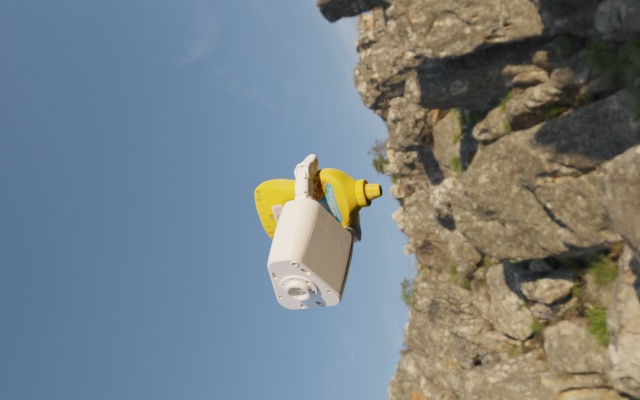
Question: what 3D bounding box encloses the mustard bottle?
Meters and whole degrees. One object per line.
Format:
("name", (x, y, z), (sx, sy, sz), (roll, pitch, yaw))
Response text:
("mustard bottle", (0.000, 0.002, 0.724), (0.191, 0.096, 0.058), (-11, 16, 23))
